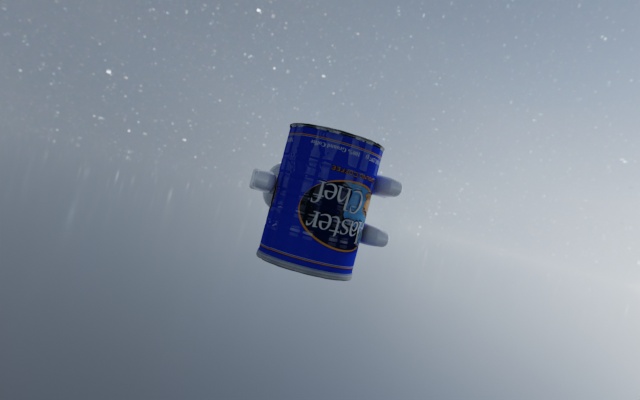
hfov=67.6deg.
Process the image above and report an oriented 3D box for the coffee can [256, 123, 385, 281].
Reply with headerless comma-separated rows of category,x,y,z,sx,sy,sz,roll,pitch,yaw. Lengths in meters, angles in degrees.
coffee can,0.000,0.002,0.498,0.103,0.140,0.103,15,0,0
